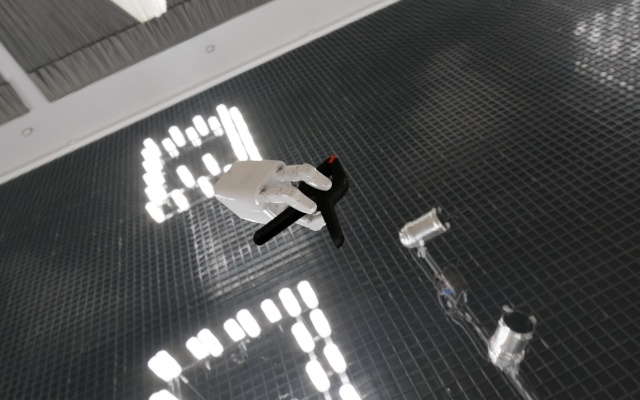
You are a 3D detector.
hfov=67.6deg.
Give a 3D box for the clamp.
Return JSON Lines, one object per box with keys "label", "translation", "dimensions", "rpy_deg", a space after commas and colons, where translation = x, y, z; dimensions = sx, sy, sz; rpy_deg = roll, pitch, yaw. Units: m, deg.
{"label": "clamp", "translation": [0.000, 0.003, 0.801], "dimensions": [0.164, 0.036, 0.210], "rpy_deg": [5, 47, 35]}
